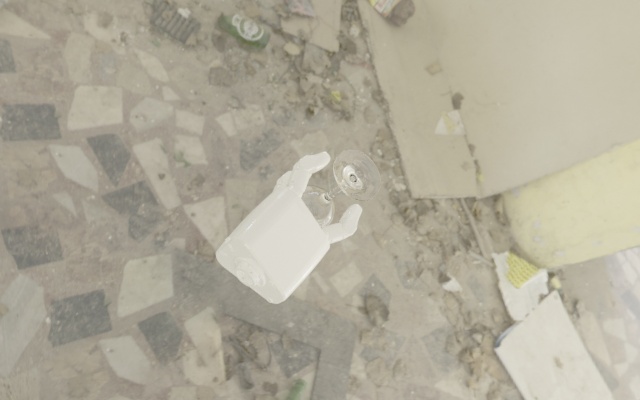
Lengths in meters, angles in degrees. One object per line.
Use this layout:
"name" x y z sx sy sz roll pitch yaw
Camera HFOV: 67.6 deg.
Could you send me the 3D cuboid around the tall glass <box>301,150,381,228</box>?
"tall glass" 0.001 0.002 0.709 0.079 0.079 0.201 0 -21 -32
